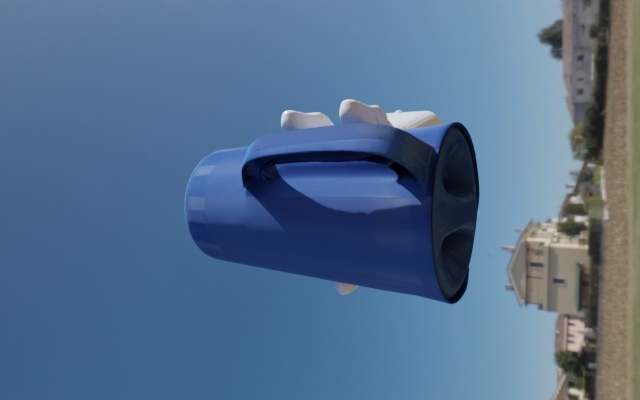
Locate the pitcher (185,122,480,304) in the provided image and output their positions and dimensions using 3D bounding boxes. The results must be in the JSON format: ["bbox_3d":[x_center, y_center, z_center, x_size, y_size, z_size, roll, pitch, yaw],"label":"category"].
[{"bbox_3d":[0.000,0.001,0.402,0.243,0.149,0.145,1,20,30],"label":"pitcher"}]
